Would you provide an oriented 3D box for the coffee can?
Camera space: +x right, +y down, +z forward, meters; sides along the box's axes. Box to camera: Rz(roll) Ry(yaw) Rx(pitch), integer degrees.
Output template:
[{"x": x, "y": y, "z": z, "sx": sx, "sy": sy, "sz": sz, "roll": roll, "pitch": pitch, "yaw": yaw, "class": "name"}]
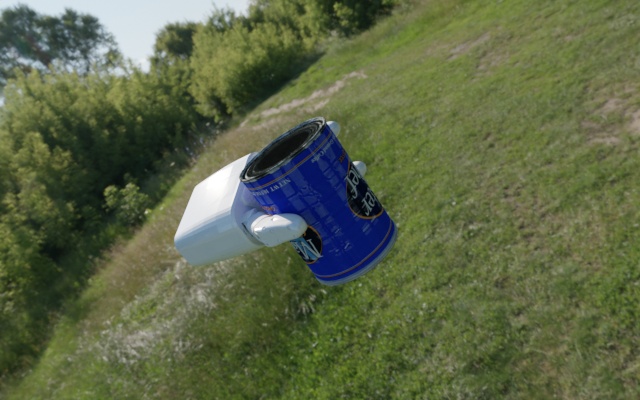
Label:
[{"x": 0.000, "y": 0.002, "z": 0.488, "sx": 0.103, "sy": 0.140, "sz": 0.102, "roll": -31, "pitch": 21, "yaw": 13, "class": "coffee can"}]
